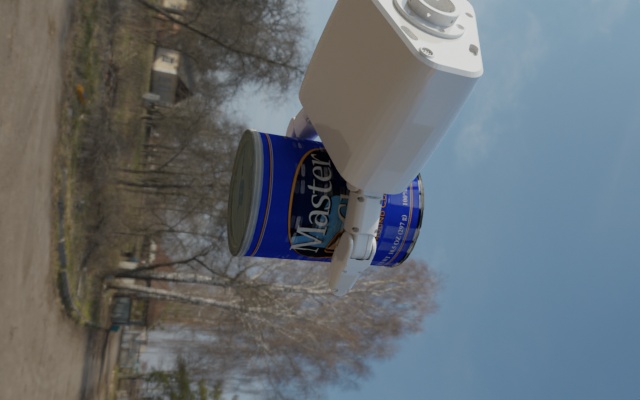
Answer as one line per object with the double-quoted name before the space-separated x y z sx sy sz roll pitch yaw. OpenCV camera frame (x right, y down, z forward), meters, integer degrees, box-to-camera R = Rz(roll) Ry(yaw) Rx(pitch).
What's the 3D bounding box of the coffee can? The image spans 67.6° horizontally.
"coffee can" 0.000 0.001 0.405 0.140 0.103 0.103 7 -2 -20
